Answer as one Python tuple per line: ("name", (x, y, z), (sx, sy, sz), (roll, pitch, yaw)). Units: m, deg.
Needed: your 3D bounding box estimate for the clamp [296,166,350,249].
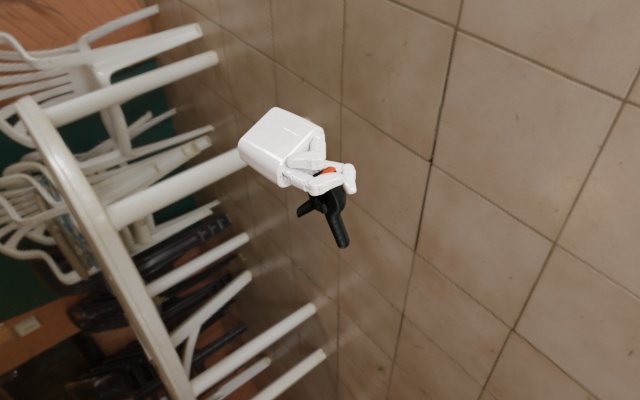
("clamp", (0.000, 0.003, 0.836), (0.120, 0.172, 0.039), (24, 49, 26))
